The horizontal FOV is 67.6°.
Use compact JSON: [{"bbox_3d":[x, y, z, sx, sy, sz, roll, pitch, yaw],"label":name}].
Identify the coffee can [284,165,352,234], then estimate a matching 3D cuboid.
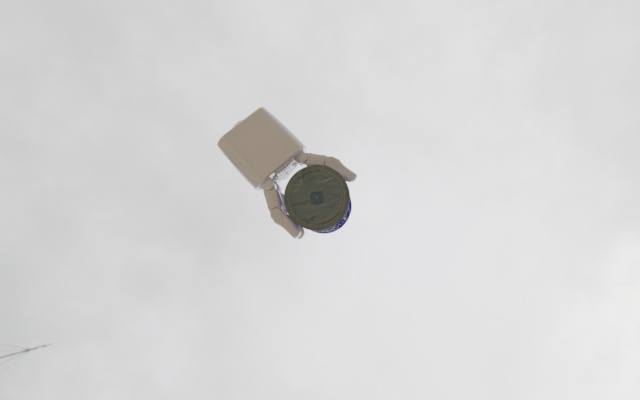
[{"bbox_3d":[0.000,0.003,0.804,0.103,0.103,0.140,0,-6,5],"label":"coffee can"}]
